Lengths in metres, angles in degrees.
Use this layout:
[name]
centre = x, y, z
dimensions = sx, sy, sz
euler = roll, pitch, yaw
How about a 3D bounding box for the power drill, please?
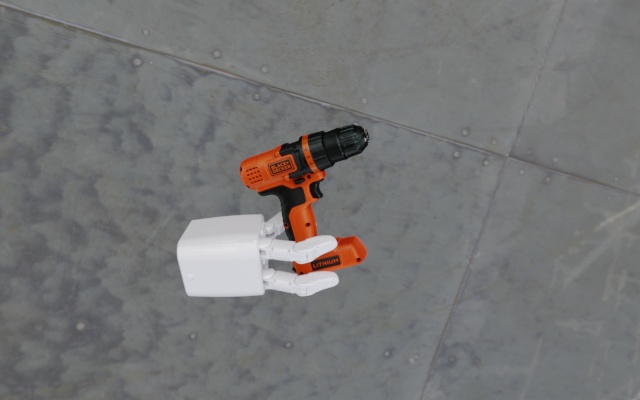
[power drill]
centre = 0.000, 0.003, 0.656
dimensions = 0.184, 0.188, 0.057
euler = -16, 12, 18
